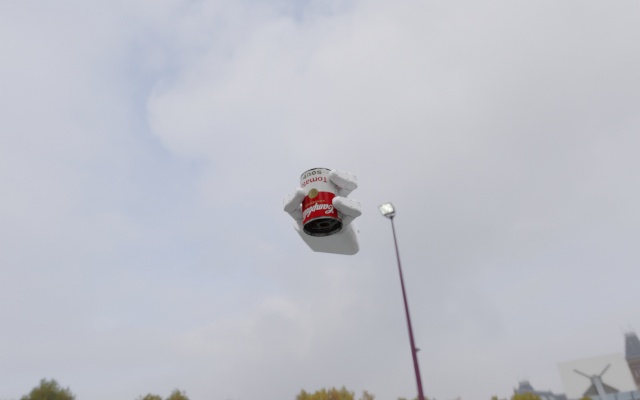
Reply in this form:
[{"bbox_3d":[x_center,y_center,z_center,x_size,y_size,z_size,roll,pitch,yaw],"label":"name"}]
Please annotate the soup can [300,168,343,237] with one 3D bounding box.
[{"bbox_3d":[0.000,0.002,0.828,0.068,0.102,0.068,-4,-31,-2],"label":"soup can"}]
